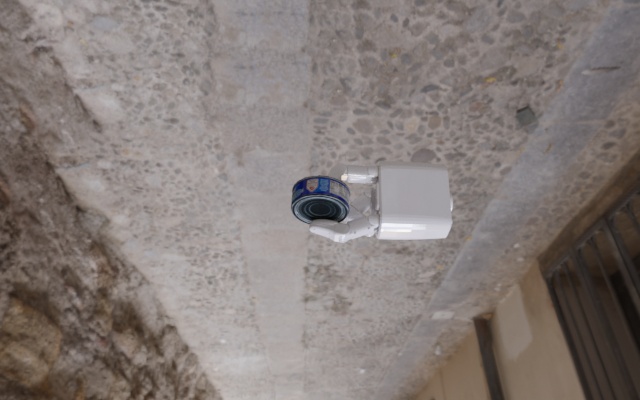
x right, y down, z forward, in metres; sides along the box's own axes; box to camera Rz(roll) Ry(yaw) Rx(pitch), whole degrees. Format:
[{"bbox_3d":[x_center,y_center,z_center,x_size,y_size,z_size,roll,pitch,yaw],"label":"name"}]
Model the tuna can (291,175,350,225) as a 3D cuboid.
[{"bbox_3d":[0.000,0.003,0.692,0.086,0.033,0.086,3,-34,2],"label":"tuna can"}]
